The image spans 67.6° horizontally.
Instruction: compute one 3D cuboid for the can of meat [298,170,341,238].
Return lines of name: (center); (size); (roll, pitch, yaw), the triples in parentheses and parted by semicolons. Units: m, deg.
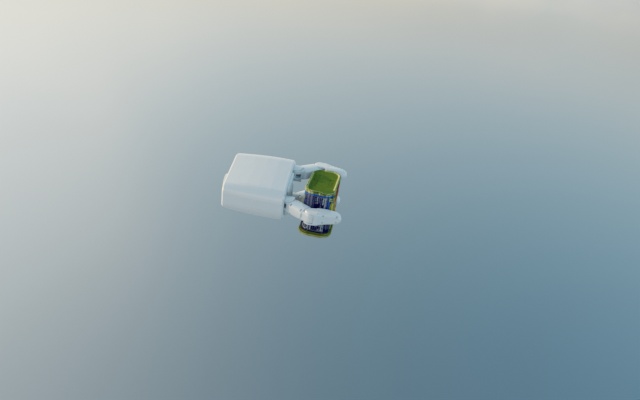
can of meat: (0.000, 0.002, 0.830); (0.057, 0.084, 0.102); (11, 27, 5)
